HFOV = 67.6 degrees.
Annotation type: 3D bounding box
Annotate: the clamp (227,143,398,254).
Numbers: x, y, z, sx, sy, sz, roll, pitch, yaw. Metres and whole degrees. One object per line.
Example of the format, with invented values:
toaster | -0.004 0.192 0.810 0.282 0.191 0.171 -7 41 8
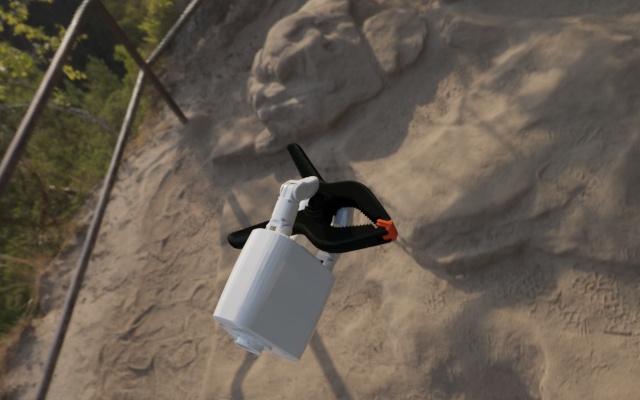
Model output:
clamp | 0.000 0.002 0.585 0.210 0.164 0.036 8 -27 30
